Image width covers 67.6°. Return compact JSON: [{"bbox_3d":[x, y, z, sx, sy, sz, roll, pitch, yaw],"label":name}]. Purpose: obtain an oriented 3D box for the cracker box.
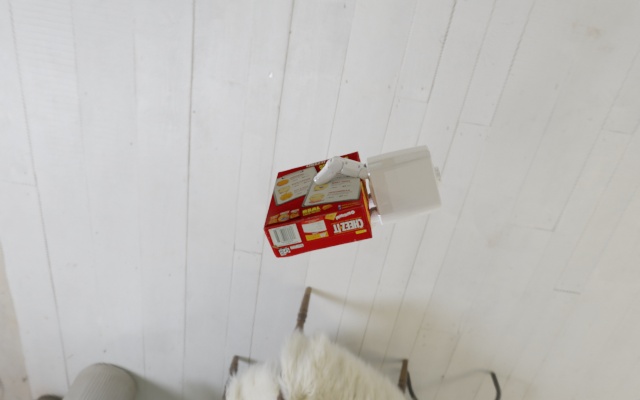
[{"bbox_3d":[0.000,0.003,0.836,0.164,0.072,0.213,-14,27,9],"label":"cracker box"}]
